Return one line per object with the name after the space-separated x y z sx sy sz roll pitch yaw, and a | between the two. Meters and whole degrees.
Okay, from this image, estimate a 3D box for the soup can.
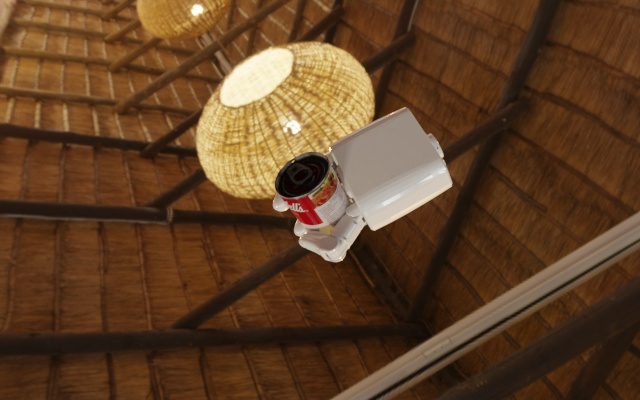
0.000 0.002 0.560 0.068 0.068 0.102 0 -38 32 | soup can
